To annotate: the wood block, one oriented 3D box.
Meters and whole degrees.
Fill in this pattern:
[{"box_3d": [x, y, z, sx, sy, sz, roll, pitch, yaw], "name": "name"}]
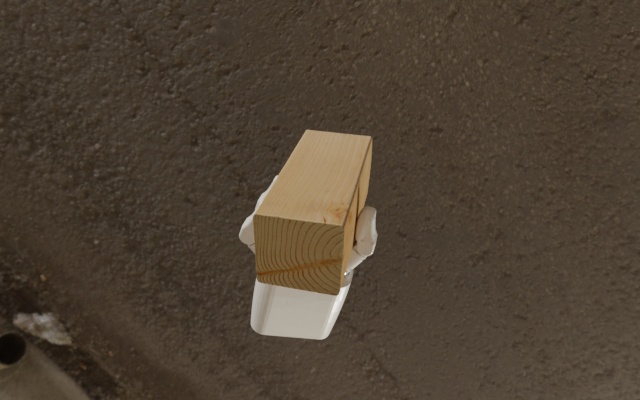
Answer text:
[{"box_3d": [0.000, 0.002, 0.554, 0.091, 0.090, 0.206, 8, 33, 10], "name": "wood block"}]
